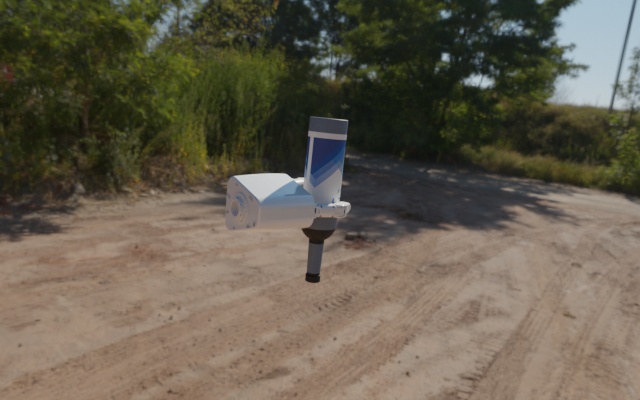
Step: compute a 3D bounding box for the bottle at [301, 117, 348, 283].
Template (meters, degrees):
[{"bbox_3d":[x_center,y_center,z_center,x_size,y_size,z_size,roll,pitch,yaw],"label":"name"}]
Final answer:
[{"bbox_3d":[0.000,0.003,0.849,0.069,0.296,0.069,6,10,-1],"label":"bottle"}]
